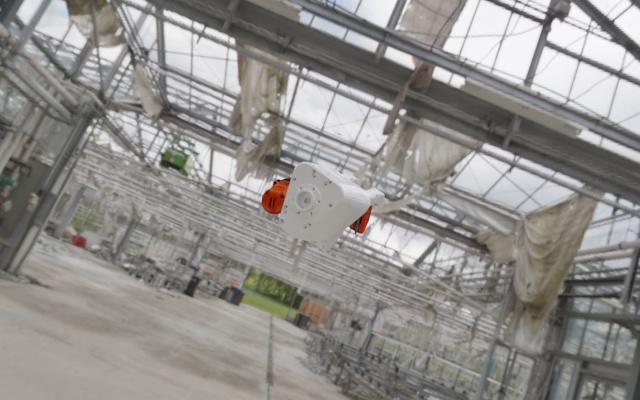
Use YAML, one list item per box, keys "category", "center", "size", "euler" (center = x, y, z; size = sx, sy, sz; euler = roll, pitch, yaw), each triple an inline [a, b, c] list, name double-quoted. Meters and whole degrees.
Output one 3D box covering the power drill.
- category: "power drill"
  center: [0.001, 0.003, 0.875]
  size: [0.187, 0.057, 0.184]
  euler: [12, 14, 8]
